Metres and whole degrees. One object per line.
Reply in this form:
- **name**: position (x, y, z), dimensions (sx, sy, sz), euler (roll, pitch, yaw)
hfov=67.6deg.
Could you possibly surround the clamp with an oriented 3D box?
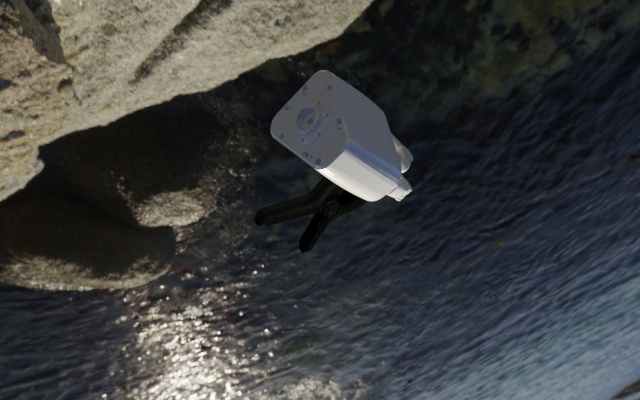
- **clamp**: position (0.001, 0.002, 0.620), dimensions (0.171, 0.039, 0.120), euler (-43, -35, 18)
